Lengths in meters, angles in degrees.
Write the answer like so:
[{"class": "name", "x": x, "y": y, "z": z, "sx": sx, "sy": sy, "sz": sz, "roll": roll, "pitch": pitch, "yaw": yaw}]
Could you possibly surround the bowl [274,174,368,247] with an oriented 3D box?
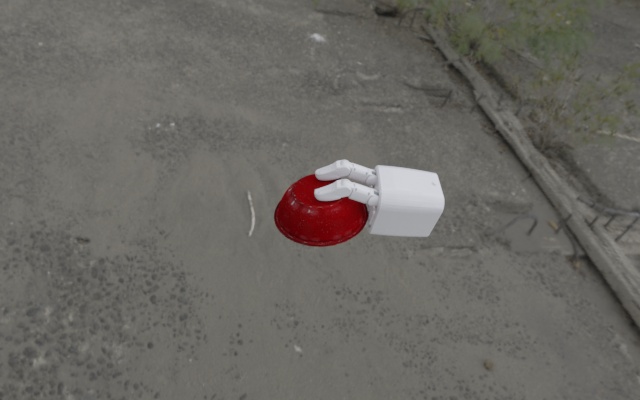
[{"class": "bowl", "x": -0.001, "y": 0.003, "z": 0.800, "sx": 0.162, "sy": 0.055, "sz": 0.162, "roll": -2, "pitch": 39, "yaw": 1}]
